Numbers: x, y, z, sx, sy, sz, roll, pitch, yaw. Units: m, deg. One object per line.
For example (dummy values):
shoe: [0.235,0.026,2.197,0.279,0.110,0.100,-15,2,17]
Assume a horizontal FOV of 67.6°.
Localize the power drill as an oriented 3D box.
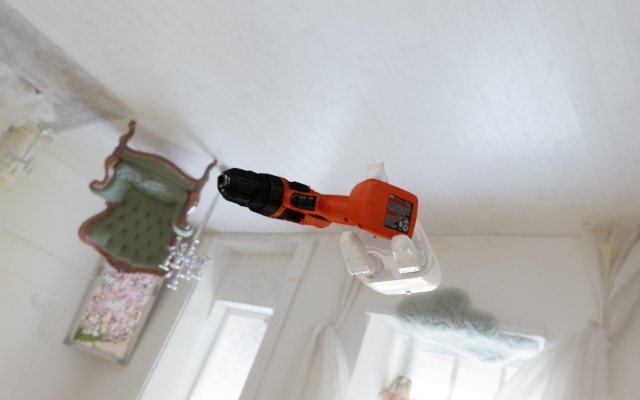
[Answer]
power drill: [0.001,0.002,0.544,0.187,0.057,0.184,7,-6,43]
